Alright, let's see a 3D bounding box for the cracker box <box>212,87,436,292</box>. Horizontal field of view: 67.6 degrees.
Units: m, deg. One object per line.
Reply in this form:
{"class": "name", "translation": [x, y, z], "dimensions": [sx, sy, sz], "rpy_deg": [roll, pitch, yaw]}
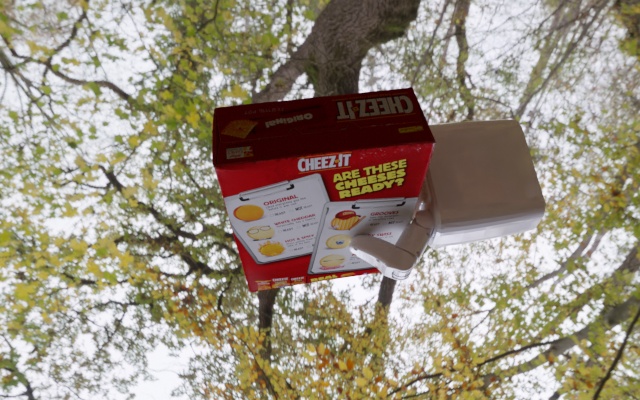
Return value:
{"class": "cracker box", "translation": [0.000, 0.002, 0.445], "dimensions": [0.164, 0.072, 0.214], "rpy_deg": [-7, -35, -5]}
